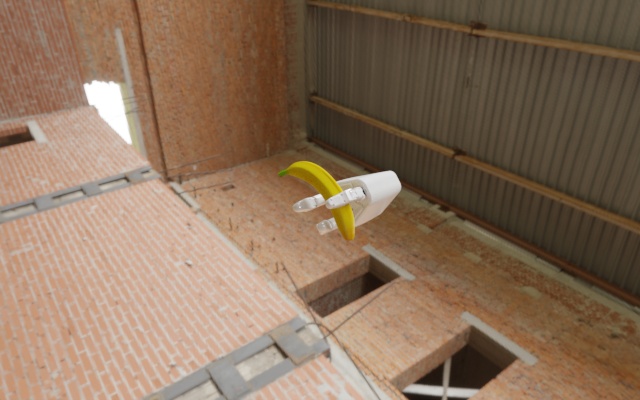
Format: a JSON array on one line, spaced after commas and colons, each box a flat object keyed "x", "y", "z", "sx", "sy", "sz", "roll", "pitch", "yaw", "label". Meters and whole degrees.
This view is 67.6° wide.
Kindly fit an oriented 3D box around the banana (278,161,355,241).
[{"x": 0.007, "y": -0.013, "z": 0.891, "sx": 0.197, "sy": 0.070, "sz": 0.037, "roll": 44, "pitch": 31, "yaw": 20, "label": "banana"}]
